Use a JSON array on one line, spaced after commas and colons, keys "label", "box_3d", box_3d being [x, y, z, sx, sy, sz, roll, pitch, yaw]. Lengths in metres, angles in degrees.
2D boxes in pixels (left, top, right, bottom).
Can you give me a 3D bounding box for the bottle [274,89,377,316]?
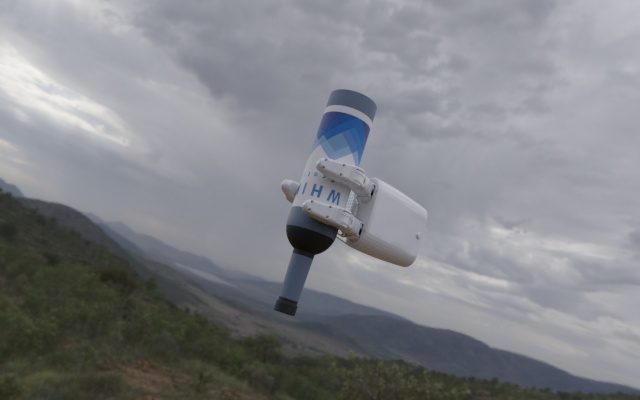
[{"label": "bottle", "box_3d": [0.000, 0.002, 0.619, 0.069, 0.295, 0.069, 17, -12, 4]}]
